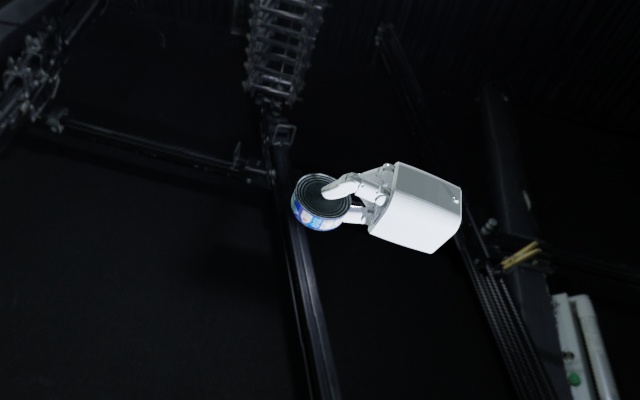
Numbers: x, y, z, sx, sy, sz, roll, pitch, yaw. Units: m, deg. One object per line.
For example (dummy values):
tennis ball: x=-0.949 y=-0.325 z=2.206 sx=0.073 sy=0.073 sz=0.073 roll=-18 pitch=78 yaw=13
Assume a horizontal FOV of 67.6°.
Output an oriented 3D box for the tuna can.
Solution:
tuna can: x=0.000 y=0.003 z=0.707 sx=0.086 sy=0.086 sz=0.034 roll=0 pitch=-38 yaw=-24
